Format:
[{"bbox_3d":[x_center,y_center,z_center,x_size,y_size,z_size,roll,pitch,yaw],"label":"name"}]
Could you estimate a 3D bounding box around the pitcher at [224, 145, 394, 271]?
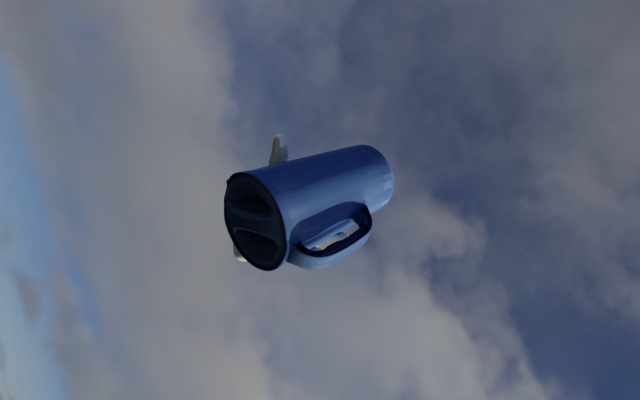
[{"bbox_3d":[0.000,0.002,0.677,0.243,0.149,0.145,-22,3,-40],"label":"pitcher"}]
